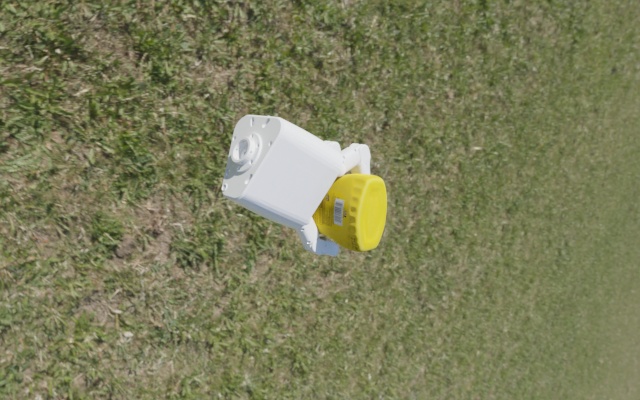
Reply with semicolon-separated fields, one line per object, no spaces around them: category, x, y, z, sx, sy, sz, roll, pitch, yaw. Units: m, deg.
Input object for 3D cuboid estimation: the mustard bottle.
mustard bottle;0.001;0.002;0.654;0.058;0.096;0.191;-7;15;-43
